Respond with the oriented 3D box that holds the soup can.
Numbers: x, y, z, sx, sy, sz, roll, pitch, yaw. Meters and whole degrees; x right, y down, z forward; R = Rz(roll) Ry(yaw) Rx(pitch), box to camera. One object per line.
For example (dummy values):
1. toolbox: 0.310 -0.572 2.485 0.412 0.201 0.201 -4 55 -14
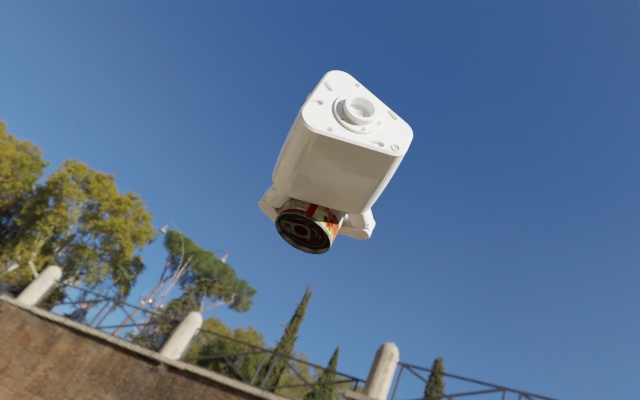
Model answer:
1. soup can: 0.000 0.002 0.554 0.068 0.102 0.069 18 -38 15
